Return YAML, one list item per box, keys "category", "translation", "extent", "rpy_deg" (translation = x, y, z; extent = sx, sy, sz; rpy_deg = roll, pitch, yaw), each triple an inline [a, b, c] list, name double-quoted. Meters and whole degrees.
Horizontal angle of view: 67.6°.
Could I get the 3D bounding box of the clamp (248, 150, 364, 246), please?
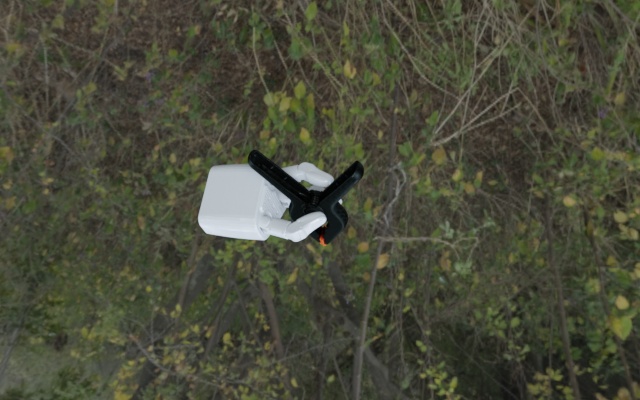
- category: "clamp"
  translation: [0.000, 0.003, 0.710]
  extent: [0.164, 0.036, 0.210]
  rpy_deg: [4, -35, 23]
